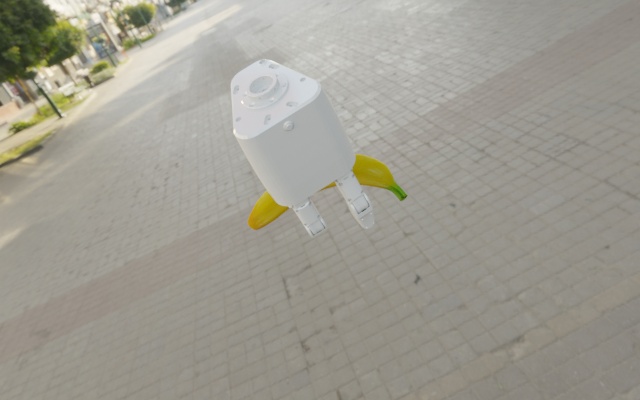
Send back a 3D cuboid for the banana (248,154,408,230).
[{"bbox_3d":[0.001,-0.016,0.579,0.198,0.069,0.037,-12,-17,9],"label":"banana"}]
